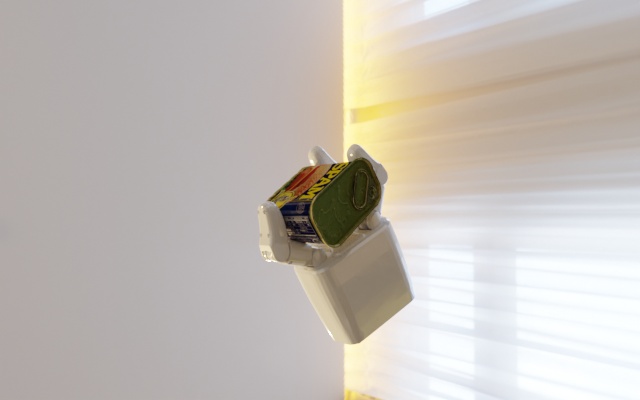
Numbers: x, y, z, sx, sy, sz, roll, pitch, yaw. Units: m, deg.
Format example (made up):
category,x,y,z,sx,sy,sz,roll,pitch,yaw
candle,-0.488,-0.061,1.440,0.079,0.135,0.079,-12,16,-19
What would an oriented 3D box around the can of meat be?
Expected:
category,x,y,z,sx,sy,sz,roll,pitch,yaw
can of meat,0.000,0.002,0.500,0.084,0.057,0.102,-2,33,46
